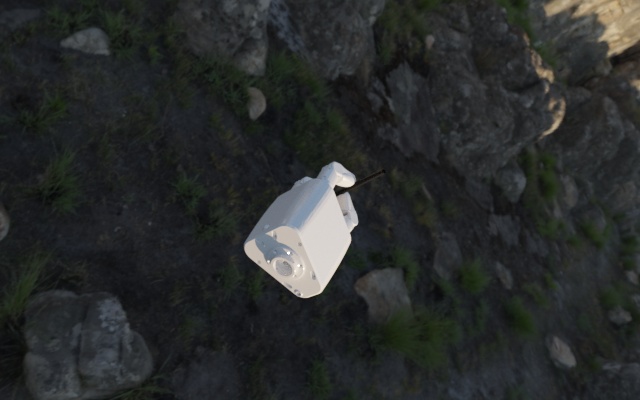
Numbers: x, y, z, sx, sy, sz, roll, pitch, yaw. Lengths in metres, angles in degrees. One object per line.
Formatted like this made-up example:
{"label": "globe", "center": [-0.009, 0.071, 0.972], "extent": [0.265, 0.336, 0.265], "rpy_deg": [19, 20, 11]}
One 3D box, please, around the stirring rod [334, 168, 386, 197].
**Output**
{"label": "stirring rod", "center": [0.000, 0.003, 0.738], "extent": [0.239, 0.011, 0.011], "rpy_deg": [-26, -16, 34]}
